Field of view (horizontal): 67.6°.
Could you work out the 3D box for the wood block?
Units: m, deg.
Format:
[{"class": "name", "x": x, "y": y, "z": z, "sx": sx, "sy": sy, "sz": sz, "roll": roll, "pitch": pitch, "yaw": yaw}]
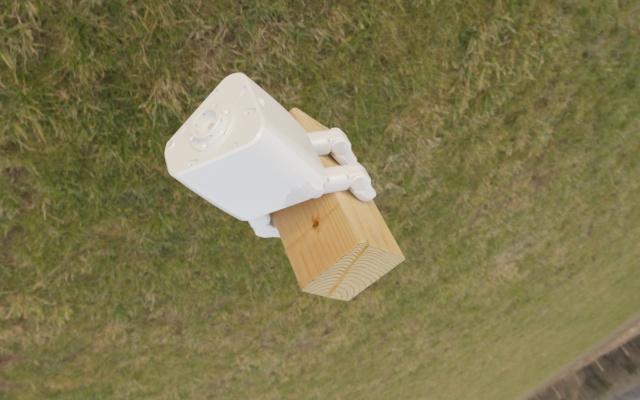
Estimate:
[{"class": "wood block", "x": 0.000, "y": 0.002, "z": 0.564, "sx": 0.091, "sy": 0.206, "sz": 0.090, "roll": -41, "pitch": -37, "yaw": 22}]
